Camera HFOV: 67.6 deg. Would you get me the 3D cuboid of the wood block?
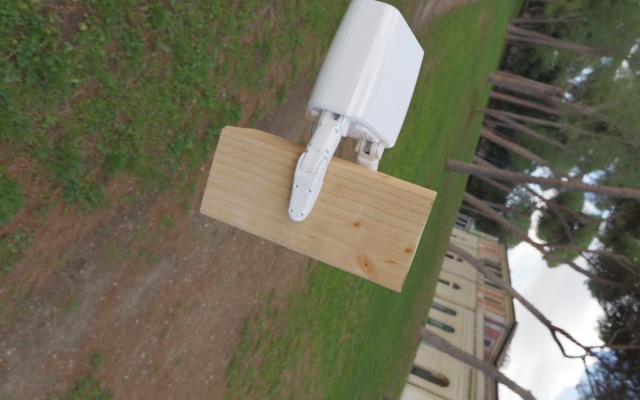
[{"bbox_3d":[0.000,0.001,0.475,0.206,0.090,0.091,20,10,13],"label":"wood block"}]
